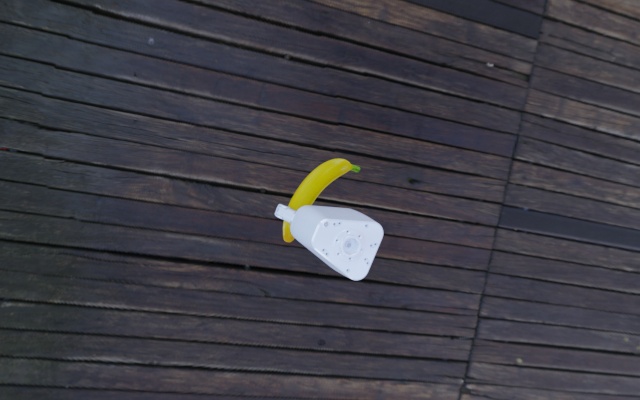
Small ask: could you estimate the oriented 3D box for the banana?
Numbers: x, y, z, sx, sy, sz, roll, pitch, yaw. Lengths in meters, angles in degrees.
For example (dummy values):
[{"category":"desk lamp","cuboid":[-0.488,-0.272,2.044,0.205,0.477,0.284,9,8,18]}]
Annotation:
[{"category":"banana","cuboid":[-0.009,-0.013,0.861,0.198,0.070,0.037,-45,23,-10]}]
